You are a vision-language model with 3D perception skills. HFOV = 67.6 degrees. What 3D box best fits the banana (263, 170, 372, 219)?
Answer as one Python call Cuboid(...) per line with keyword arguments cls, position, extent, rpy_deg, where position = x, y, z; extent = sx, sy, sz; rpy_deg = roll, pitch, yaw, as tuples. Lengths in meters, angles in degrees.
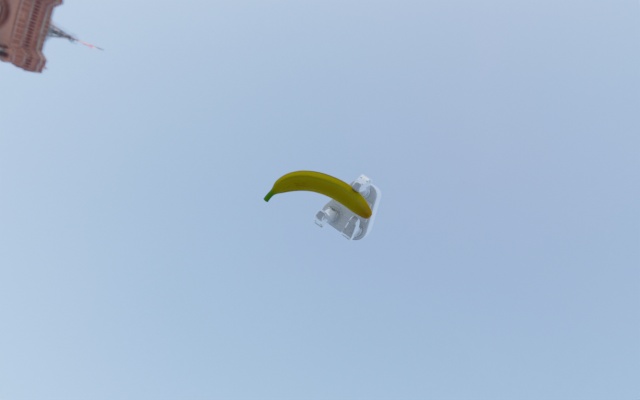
Cuboid(cls="banana", position=(0.000, -0.016, 0.856), extent=(0.198, 0.069, 0.037), rpy_deg=(9, 1, 12))
